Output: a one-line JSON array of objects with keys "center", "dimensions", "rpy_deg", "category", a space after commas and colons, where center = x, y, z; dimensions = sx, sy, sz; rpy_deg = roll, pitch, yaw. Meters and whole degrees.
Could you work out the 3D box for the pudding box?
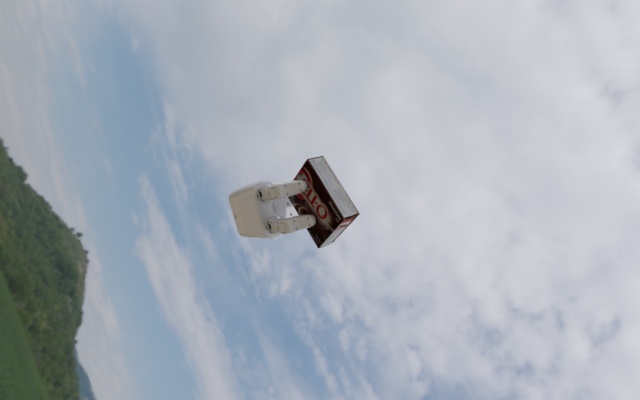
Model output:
[{"center": [0.000, 0.002, 0.730], "dimensions": [0.039, 0.113, 0.090], "rpy_deg": [-20, -21, -37], "category": "pudding box"}]
